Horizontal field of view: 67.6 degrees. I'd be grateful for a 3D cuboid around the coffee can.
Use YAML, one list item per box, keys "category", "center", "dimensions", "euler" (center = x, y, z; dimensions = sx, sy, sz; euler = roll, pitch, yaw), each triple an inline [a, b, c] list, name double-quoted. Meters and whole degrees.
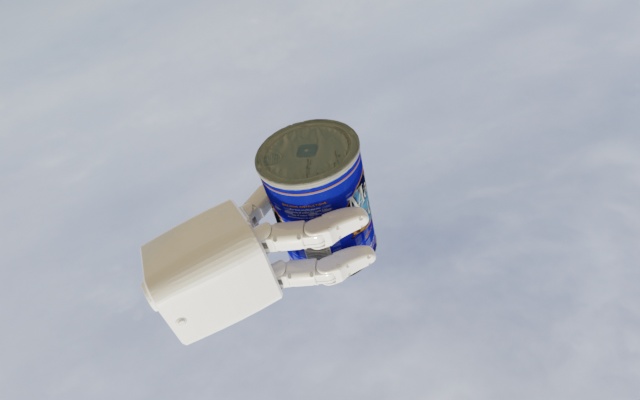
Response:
- category: "coffee can"
  center: [0.000, 0.001, 0.500]
  dimensions: [0.103, 0.140, 0.102]
  euler: [-8, 42, 8]
